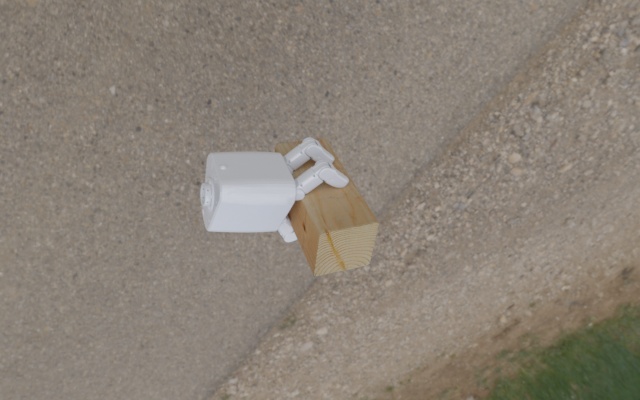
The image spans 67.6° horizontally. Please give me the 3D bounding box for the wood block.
[{"bbox_3d":[0.000,0.003,0.729,0.090,0.091,0.206,-10,45,-18],"label":"wood block"}]
